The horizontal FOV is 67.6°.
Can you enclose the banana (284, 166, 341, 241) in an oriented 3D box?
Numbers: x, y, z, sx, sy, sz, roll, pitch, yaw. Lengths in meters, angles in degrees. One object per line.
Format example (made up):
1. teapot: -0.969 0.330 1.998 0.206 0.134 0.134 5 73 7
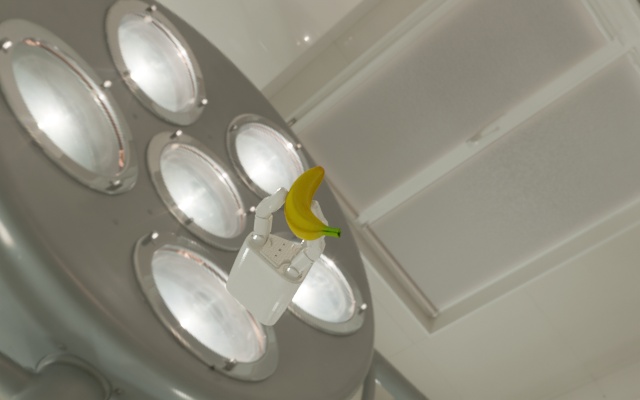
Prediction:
1. banana: -0.018 0.005 0.689 0.069 0.037 0.197 -2 31 -7
